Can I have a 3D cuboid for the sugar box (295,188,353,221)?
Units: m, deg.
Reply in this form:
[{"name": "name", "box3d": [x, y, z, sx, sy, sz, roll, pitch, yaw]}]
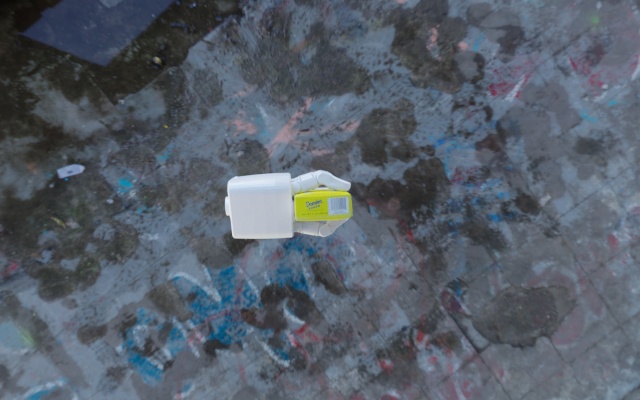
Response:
[{"name": "sugar box", "box3d": [0.000, 0.002, 0.847, 0.093, 0.048, 0.176, -2, 8, -4]}]
